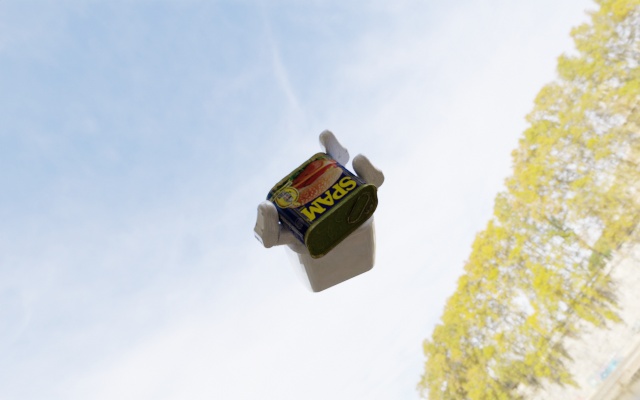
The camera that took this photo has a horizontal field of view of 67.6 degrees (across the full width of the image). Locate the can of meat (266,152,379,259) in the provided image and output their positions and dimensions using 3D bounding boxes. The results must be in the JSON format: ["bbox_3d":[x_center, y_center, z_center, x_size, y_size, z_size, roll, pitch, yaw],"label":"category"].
[{"bbox_3d":[0.000,0.002,0.542,0.102,0.057,0.084,-38,53,-16],"label":"can of meat"}]
